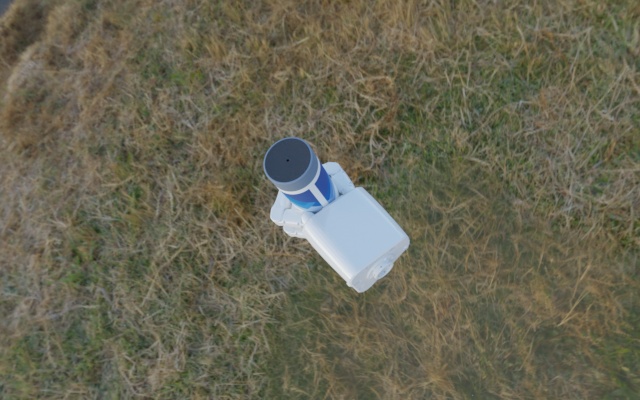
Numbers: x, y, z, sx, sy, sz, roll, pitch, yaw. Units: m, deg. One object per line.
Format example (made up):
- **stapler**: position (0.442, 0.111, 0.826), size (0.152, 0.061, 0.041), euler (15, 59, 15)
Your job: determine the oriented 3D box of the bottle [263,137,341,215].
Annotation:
- **bottle**: position (0.000, 0.002, 0.732), size (0.069, 0.069, 0.296), euler (0, -21, 18)
